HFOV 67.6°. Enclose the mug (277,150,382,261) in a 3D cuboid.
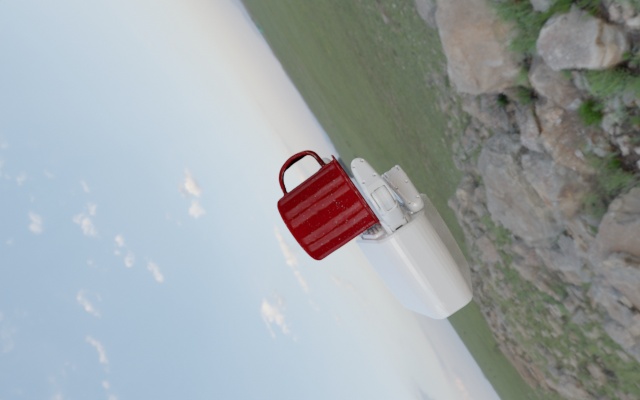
[{"bbox_3d":[-0.001,0.001,0.516,0.081,0.117,0.093,-35,4,5],"label":"mug"}]
